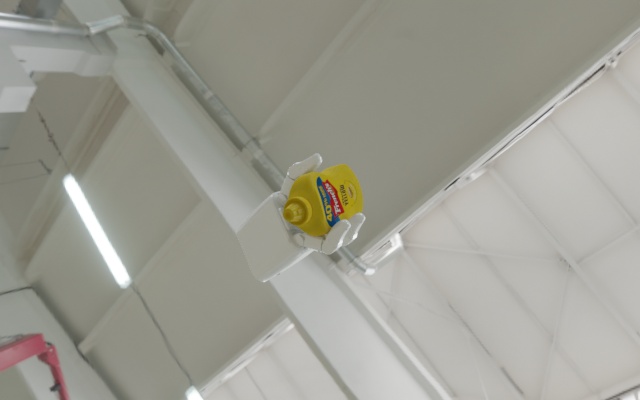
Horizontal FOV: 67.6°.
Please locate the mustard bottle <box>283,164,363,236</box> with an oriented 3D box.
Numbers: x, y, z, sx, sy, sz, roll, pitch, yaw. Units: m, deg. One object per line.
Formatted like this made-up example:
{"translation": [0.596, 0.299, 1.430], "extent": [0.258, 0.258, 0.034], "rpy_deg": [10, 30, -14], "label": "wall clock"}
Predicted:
{"translation": [0.001, 0.002, 0.733], "extent": [0.058, 0.096, 0.191], "rpy_deg": [-12, 5, 31], "label": "mustard bottle"}
